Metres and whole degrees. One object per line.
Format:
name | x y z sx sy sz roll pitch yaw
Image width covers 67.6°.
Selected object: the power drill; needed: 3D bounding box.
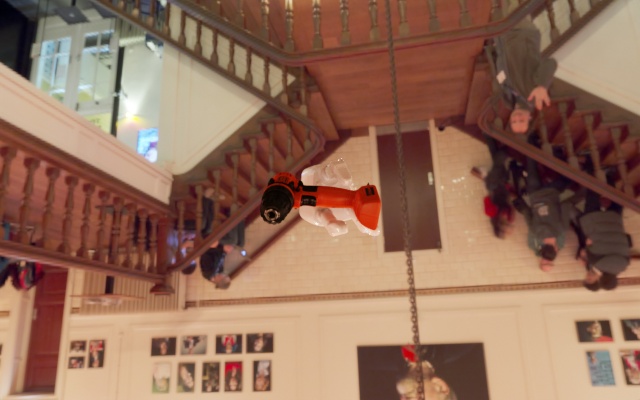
power drill | 0.001 0.003 0.773 0.187 0.057 0.184 9 19 -1
